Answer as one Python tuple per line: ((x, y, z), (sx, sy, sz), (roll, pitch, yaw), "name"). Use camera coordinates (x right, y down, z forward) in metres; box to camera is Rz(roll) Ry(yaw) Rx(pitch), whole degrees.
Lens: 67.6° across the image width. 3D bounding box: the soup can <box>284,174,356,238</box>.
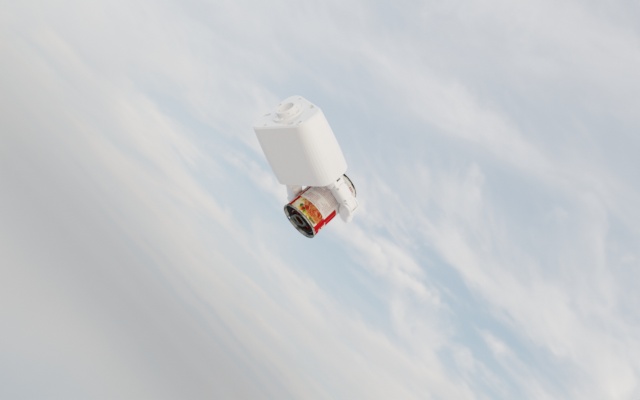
((0.001, 0.003, 0.768), (0.102, 0.068, 0.068), (-42, 19, -23), "soup can")
